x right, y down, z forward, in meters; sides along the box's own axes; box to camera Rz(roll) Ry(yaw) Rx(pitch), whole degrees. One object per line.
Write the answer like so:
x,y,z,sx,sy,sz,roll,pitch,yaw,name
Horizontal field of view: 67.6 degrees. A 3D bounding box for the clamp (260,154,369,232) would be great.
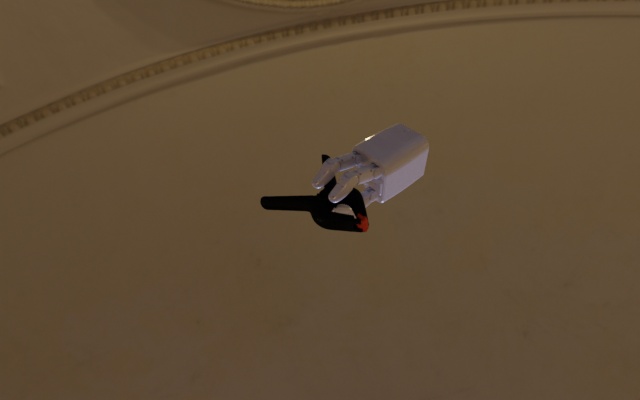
0.001,0.003,0.837,0.164,0.036,0.210,-33,43,-15,clamp
